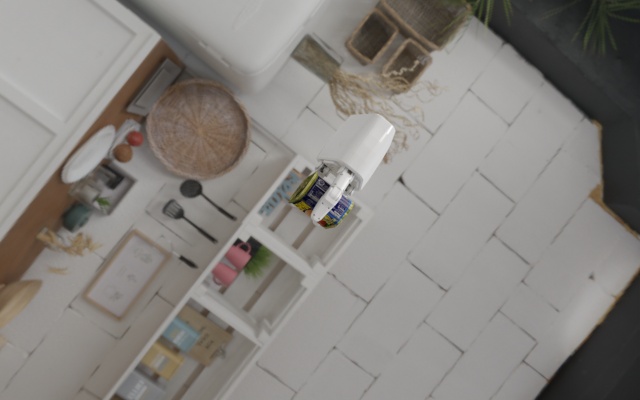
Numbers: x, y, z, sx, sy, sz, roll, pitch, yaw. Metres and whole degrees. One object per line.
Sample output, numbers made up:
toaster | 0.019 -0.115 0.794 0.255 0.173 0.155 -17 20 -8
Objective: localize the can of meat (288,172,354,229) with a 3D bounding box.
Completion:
can of meat | 0.000 0.003 0.819 0.084 0.057 0.102 37 -13 -9
